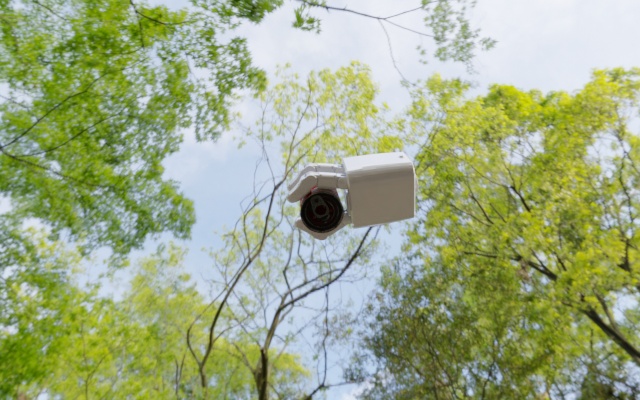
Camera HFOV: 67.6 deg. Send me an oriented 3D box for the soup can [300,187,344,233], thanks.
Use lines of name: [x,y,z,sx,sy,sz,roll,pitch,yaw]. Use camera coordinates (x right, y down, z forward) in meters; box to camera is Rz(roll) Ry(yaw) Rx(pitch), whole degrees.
soup can: [0.000,0.003,0.786,0.068,0.068,0.102,0,20,-3]
